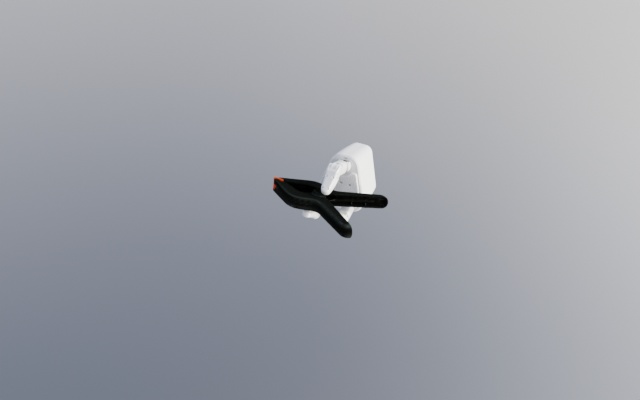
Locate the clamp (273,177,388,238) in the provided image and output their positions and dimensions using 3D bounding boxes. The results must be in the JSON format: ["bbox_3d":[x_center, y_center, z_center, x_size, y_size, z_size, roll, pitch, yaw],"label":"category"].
[{"bbox_3d":[0.000,0.002,0.849,0.210,0.036,0.164,16,25,17],"label":"clamp"}]
